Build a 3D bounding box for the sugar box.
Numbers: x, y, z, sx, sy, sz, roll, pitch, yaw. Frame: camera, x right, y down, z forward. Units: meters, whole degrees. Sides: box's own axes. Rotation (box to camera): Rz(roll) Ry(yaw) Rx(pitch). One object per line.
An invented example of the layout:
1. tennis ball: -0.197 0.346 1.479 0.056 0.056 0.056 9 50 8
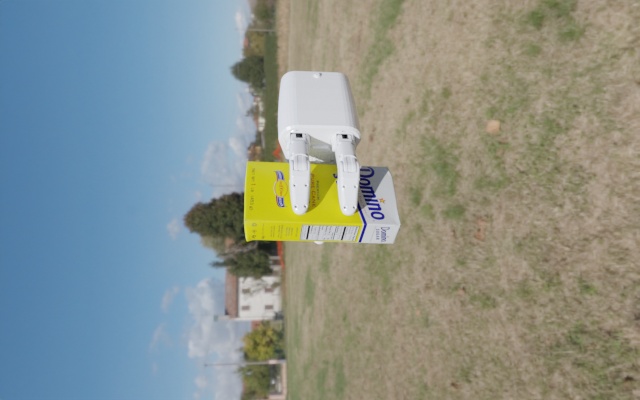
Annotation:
1. sugar box: 0.000 0.001 0.564 0.176 0.093 0.048 0 -38 -6
